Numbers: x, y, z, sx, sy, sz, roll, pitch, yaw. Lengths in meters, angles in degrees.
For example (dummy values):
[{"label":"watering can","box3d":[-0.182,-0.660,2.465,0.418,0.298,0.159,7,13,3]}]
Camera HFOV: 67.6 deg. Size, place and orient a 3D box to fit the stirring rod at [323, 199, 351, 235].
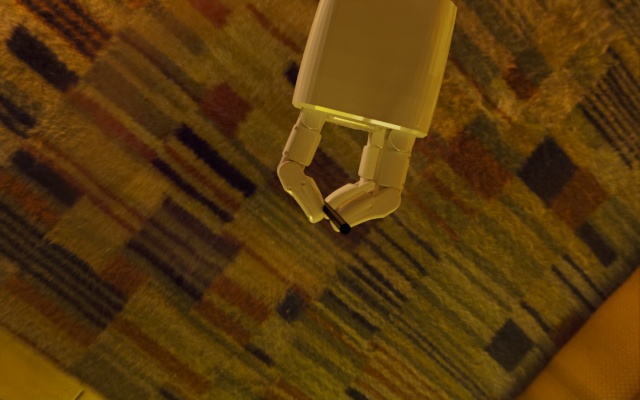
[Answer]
[{"label":"stirring rod","box3d":[0.000,0.001,0.448,0.011,0.011,0.239,0,9,-8]}]
